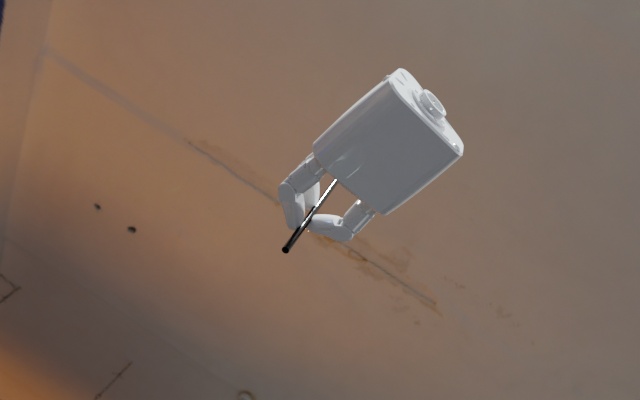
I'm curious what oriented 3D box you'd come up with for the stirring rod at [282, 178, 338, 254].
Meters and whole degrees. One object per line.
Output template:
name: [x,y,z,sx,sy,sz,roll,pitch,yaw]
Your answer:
stirring rod: [0.000,0.002,0.589,0.011,0.011,0.239,0,24,19]
